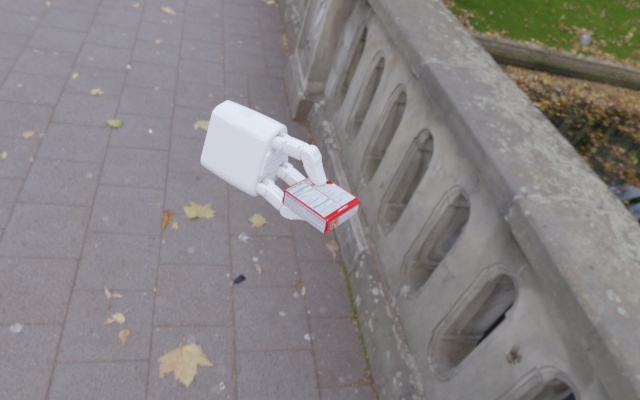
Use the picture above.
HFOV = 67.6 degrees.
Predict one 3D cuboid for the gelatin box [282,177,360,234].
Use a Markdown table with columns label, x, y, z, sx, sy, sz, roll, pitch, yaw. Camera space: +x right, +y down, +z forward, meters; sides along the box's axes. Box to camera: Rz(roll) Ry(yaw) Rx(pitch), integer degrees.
| label | x | y | z | sx | sy | sz | roll | pitch | yaw |
| --- | --- | --- | --- | --- | --- | --- | --- | --- | --- |
| gelatin box | 0.000 | 0.002 | 0.693 | 0.089 | 0.030 | 0.073 | 34 | 44 | 28 |
